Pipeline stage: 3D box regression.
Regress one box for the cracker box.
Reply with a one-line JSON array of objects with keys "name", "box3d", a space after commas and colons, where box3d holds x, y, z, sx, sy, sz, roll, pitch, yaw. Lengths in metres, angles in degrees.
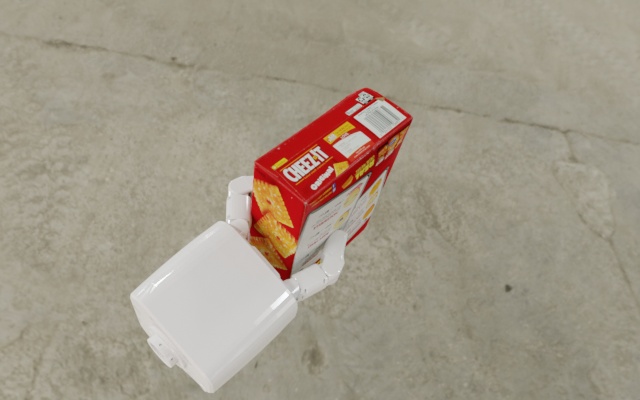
[{"name": "cracker box", "box3d": [0.000, 0.002, 0.525, 0.164, 0.072, 0.214, -40, -20, -31]}]
